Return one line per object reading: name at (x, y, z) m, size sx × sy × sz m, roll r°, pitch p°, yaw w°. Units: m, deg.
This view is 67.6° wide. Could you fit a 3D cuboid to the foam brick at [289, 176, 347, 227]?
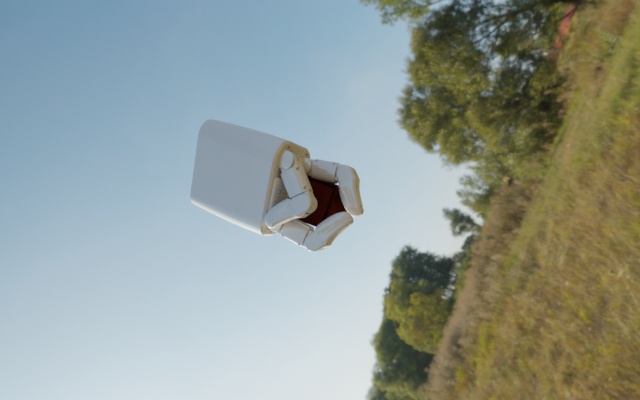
foam brick at (0.000, 0.002, 0.578) m, size 0.051 × 0.053 × 0.078 m, roll 19°, pitch 3°, yaw 19°
